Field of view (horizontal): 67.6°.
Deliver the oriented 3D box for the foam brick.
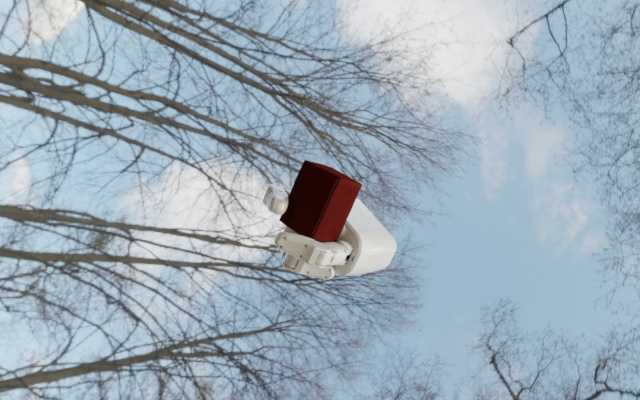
[{"bbox_3d":[0.000,0.002,0.533,0.053,0.078,0.051,32,13,34],"label":"foam brick"}]
